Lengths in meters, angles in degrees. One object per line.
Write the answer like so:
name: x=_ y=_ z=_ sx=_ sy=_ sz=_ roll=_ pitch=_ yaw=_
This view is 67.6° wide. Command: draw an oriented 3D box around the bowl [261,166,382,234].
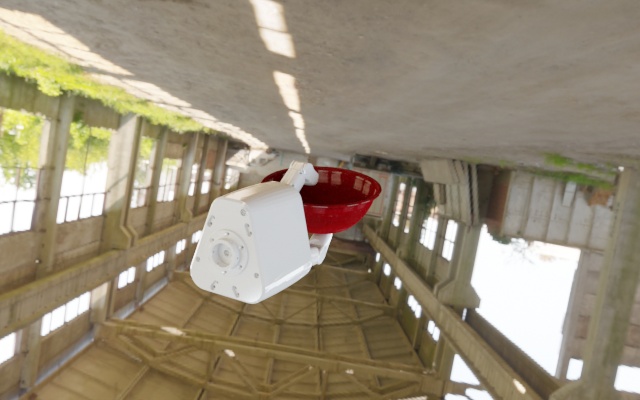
bowl: x=0.001 y=0.002 z=0.649 sx=0.162 sy=0.055 sz=0.162 roll=2 pitch=21 yaw=-1
